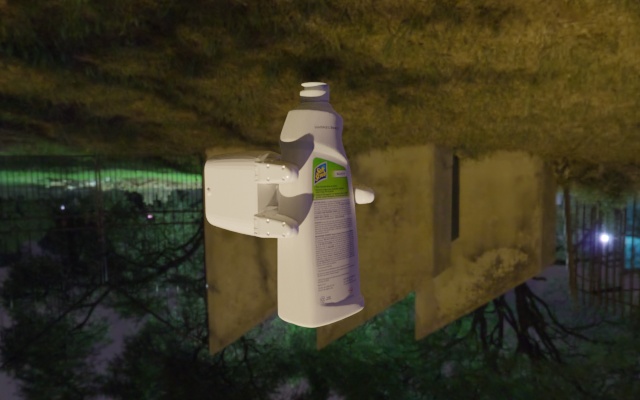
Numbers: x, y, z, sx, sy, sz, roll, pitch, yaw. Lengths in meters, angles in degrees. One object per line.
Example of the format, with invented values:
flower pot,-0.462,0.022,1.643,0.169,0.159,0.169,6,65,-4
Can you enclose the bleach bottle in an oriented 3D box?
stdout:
bleach bottle,0.000,0.002,0.521,0.068,0.251,0.102,5,7,41
